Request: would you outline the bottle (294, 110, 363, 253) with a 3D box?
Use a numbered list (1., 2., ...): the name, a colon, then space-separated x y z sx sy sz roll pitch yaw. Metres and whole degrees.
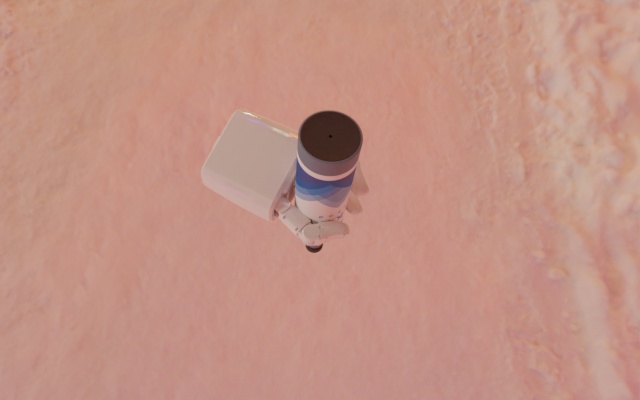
1. bottle: 0.000 0.002 0.613 0.069 0.069 0.296 0 -27 -4
